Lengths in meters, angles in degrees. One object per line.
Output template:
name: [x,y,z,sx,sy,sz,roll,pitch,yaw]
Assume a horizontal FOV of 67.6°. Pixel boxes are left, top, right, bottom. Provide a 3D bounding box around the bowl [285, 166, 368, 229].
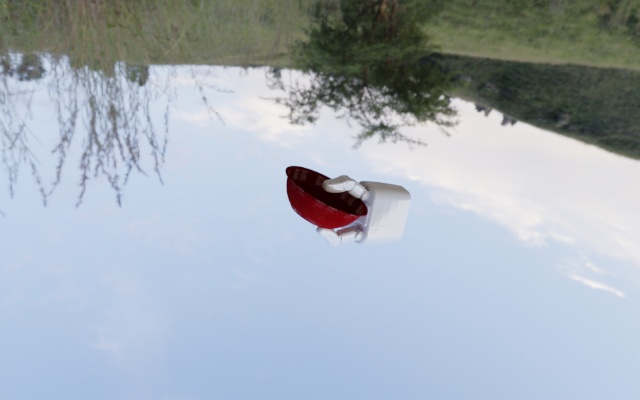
bowl: [-0.001,0.003,0.834,0.162,0.055,0.162,27,17,-9]
